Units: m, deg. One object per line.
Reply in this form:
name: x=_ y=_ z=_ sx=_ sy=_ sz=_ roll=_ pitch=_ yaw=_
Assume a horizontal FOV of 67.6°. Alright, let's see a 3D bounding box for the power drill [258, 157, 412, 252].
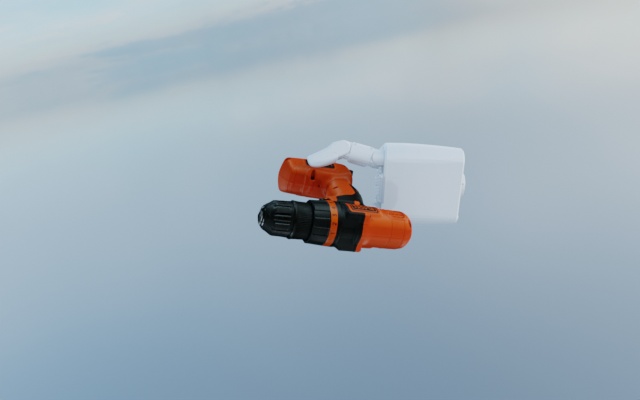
power drill: x=0.000 y=0.002 z=0.605 sx=0.184 sy=0.057 sz=0.187 roll=9 pitch=22 yaw=-21
